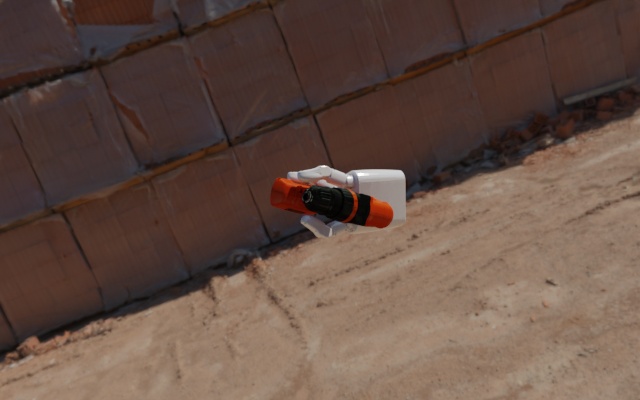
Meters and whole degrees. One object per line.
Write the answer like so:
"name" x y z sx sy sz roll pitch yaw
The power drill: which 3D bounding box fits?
"power drill" 0.000 0.003 0.789 0.184 0.057 0.187 16 -2 -42
